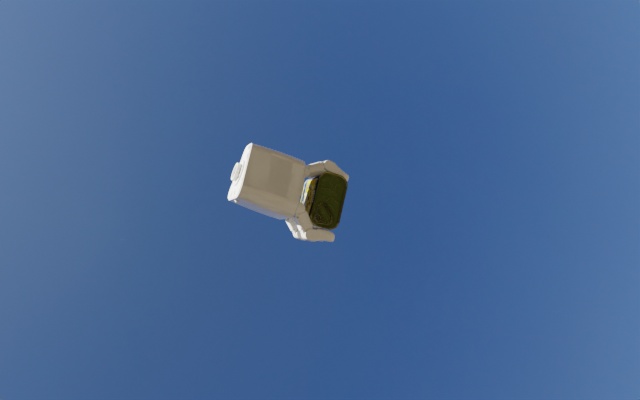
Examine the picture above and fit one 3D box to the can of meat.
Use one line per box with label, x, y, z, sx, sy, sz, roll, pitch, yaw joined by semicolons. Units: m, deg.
can of meat;0.000;0.003;0.887;0.057;0.102;0.084;17;-10;-21
